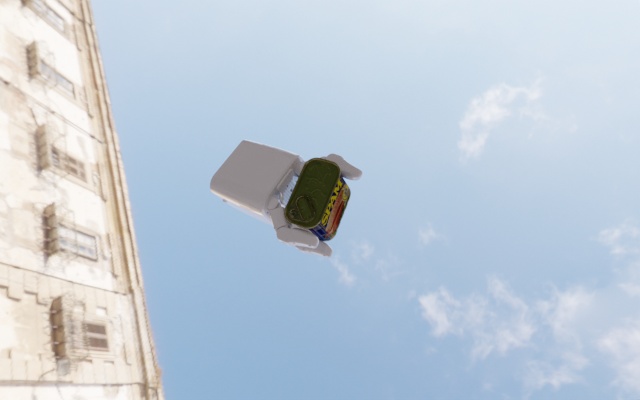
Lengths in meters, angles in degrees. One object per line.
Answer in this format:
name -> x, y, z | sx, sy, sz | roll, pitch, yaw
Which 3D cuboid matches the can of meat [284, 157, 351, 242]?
can of meat -> 0.000, 0.002, 0.694 | 0.057, 0.102, 0.084 | 17, -14, 23
